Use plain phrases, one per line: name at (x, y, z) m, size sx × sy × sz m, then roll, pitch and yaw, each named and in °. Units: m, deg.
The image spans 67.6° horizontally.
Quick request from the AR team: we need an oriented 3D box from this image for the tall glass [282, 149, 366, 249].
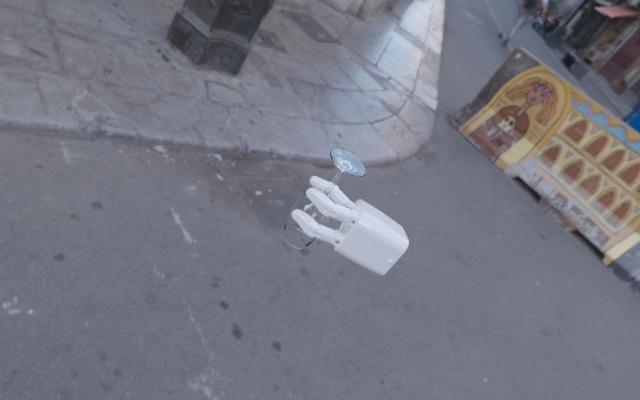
tall glass at (0.000, 0.002, 0.895) m, size 0.079 × 0.079 × 0.201 m, roll 0°, pitch -45°, yaw -44°
